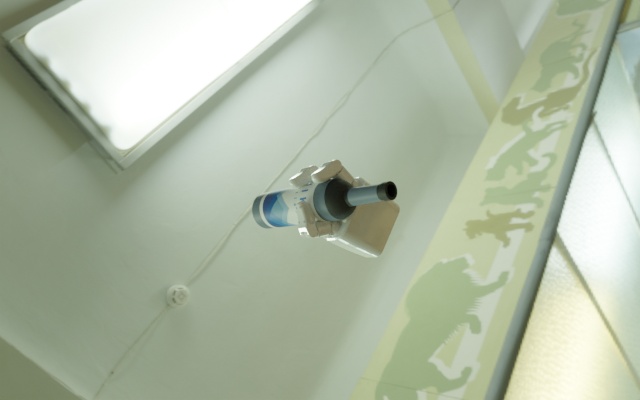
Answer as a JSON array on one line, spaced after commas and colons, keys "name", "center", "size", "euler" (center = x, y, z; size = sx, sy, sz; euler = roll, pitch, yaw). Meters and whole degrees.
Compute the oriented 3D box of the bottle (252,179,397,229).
[{"name": "bottle", "center": [0.000, 0.003, 0.777], "size": [0.069, 0.069, 0.296], "euler": [0, -6, -43]}]
